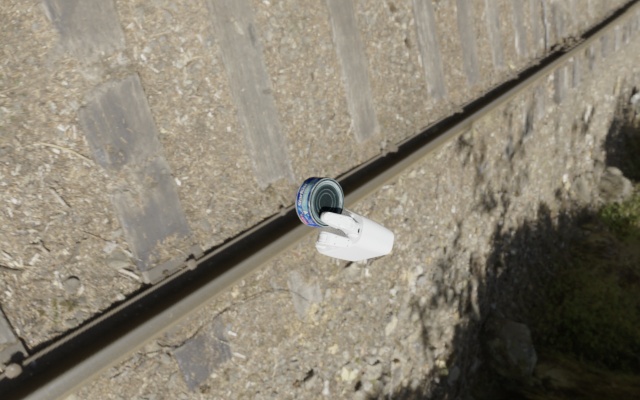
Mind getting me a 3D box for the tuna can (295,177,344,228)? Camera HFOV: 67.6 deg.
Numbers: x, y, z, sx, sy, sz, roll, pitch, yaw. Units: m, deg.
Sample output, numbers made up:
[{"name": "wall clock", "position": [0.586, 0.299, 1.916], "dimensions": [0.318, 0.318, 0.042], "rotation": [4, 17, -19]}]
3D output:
[{"name": "tuna can", "position": [0.000, 0.003, 0.808], "dimensions": [0.086, 0.086, 0.034], "rotation": [0, 4, -44]}]
